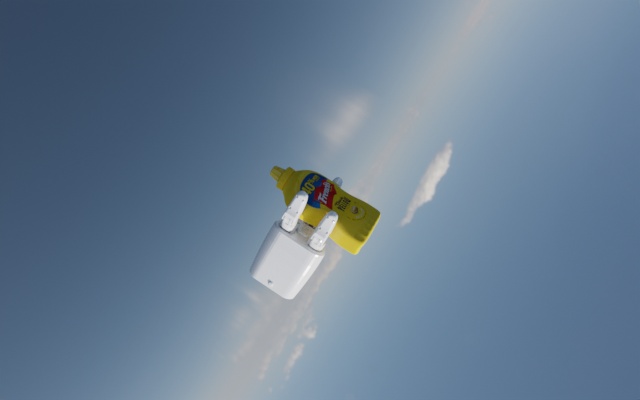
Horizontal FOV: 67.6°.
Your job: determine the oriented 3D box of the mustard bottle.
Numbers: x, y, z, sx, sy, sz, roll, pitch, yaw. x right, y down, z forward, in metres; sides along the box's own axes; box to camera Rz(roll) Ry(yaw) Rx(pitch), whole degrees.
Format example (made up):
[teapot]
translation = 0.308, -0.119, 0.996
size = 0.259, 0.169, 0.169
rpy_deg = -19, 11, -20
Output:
[mustard bottle]
translation = 0.000, 0.002, 0.782
size = 0.191, 0.058, 0.096
rpy_deg = 33, 43, 3
